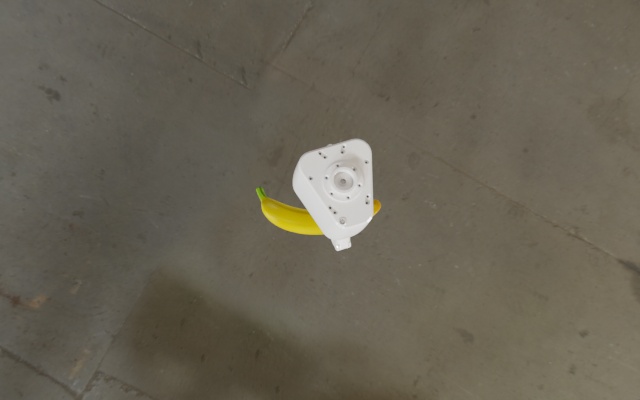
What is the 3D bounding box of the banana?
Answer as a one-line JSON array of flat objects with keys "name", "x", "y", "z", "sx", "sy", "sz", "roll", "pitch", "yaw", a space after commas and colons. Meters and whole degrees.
[{"name": "banana", "x": -0.005, "y": 0.020, "z": 0.735, "sx": 0.198, "sy": 0.069, "sz": 0.037, "roll": 7, "pitch": -16, "yaw": -2}]
